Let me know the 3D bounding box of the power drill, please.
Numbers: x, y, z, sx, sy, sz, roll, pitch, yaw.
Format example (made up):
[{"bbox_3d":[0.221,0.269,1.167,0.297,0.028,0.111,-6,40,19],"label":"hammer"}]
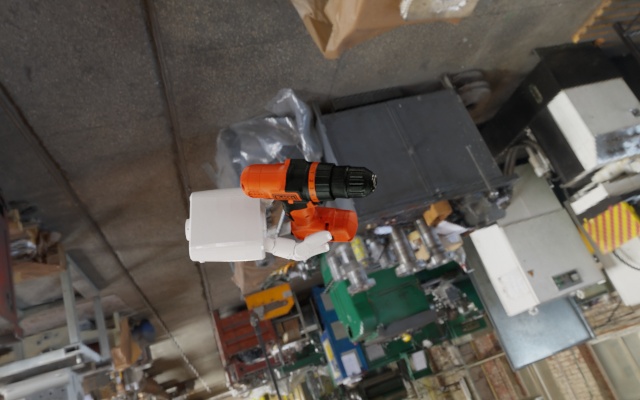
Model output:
[{"bbox_3d":[0.000,0.002,0.688,0.184,0.057,0.188,3,-25,18],"label":"power drill"}]
